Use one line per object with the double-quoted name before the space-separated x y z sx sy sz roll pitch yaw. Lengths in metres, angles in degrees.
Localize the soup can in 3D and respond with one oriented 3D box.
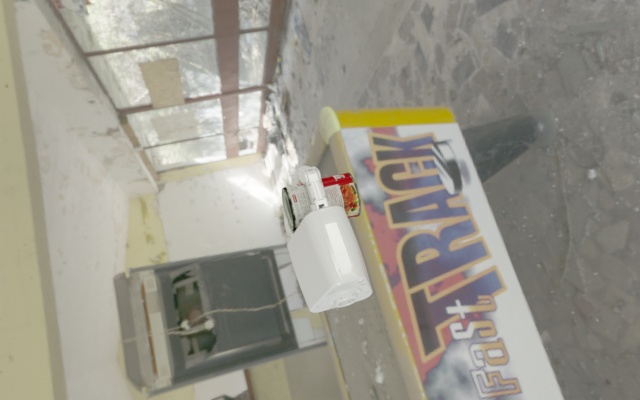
"soup can" 0.000 0.002 0.697 0.102 0.068 0.068 -13 3 -12
